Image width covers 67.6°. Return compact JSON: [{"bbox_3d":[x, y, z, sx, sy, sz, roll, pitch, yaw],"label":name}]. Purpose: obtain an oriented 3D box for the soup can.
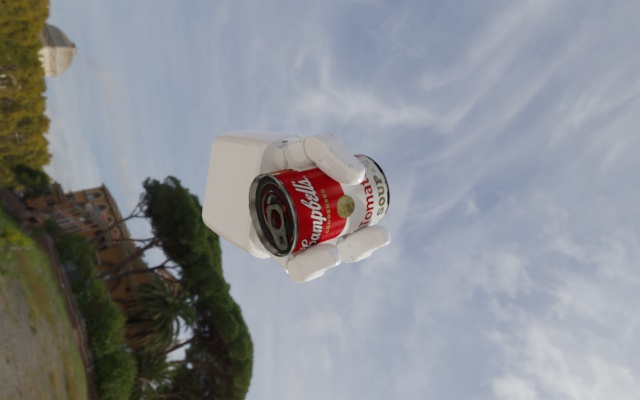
[{"bbox_3d":[0.001,0.001,0.405,0.102,0.068,0.068,-16,9,-35],"label":"soup can"}]
